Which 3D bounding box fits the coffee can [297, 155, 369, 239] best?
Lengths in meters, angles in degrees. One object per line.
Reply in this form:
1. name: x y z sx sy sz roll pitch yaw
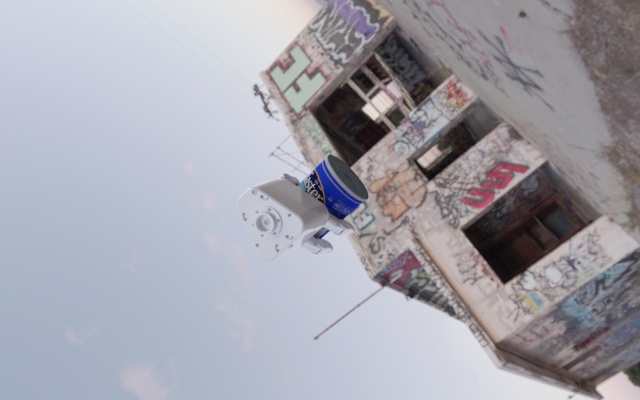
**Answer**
1. coffee can: 0.000 0.003 0.848 0.140 0.102 0.103 -42 -17 19
